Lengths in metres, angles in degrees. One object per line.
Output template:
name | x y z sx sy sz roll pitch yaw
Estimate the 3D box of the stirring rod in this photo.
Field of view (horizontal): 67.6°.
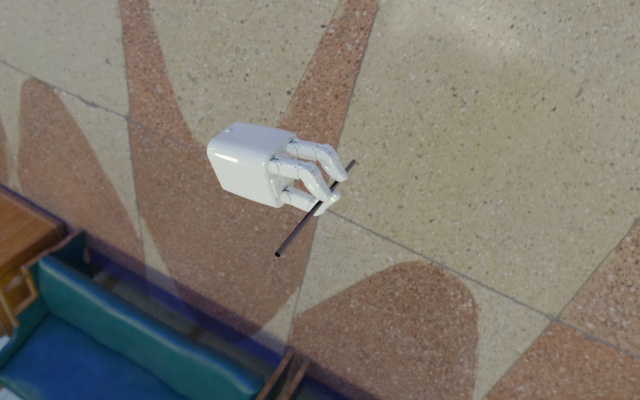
stirring rod | 0.000 0.002 0.672 0.011 0.011 0.239 0 32 31
